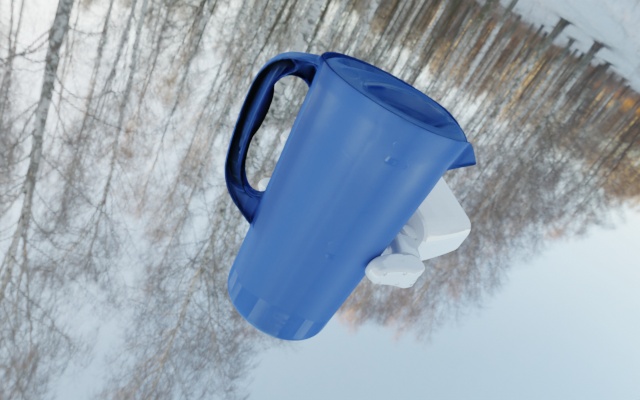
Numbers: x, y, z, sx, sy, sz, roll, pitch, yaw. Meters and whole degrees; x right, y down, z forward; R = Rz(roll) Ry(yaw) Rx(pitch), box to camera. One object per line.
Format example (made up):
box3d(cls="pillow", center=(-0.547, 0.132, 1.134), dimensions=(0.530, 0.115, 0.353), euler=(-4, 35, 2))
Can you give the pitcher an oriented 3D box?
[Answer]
box3d(cls="pitcher", center=(0.000, 0.001, 0.419), dimensions=(0.145, 0.243, 0.149), euler=(-2, 41, -48))
